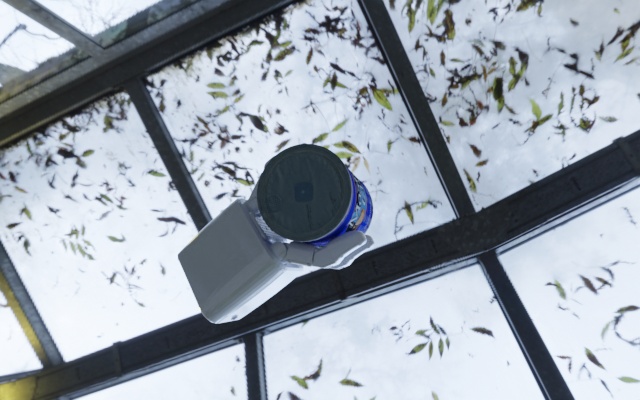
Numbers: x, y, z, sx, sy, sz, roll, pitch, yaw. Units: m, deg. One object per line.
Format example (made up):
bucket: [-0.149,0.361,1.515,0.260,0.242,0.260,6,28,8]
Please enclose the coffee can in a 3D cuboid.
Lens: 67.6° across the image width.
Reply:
coffee can: [0.000,0.002,0.556,0.103,0.103,0.140,0,-9,16]
